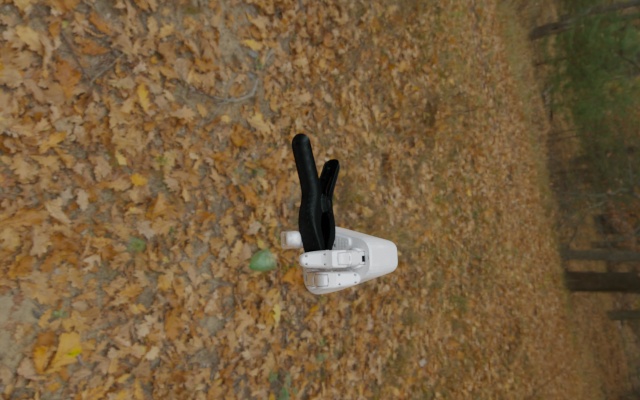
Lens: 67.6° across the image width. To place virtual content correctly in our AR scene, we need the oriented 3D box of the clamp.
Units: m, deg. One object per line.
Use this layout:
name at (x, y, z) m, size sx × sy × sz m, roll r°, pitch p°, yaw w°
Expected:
clamp at (0.001, 0.002, 0.654) m, size 0.039 × 0.171 × 0.120 m, roll -6°, pitch -7°, yaw 30°
